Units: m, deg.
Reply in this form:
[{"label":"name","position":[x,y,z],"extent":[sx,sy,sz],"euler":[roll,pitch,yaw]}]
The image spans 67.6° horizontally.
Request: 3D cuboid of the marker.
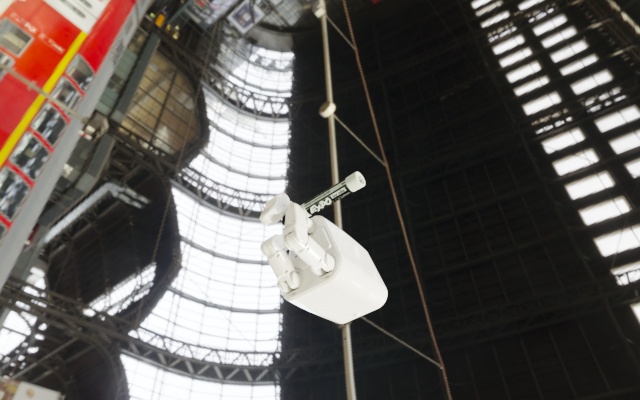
[{"label":"marker","position":[0.000,0.002,0.571],"extent":[0.121,0.020,0.020],"euler":[-30,-16,29]}]
